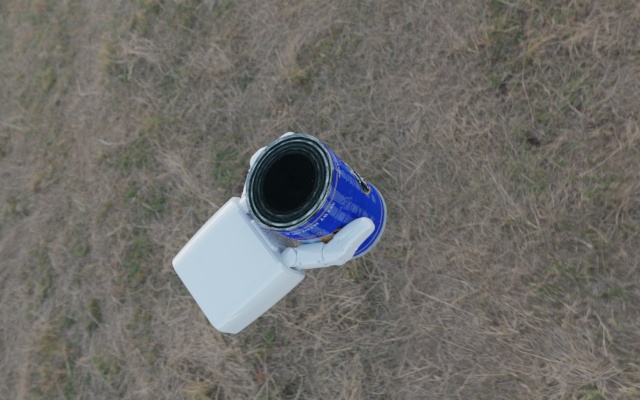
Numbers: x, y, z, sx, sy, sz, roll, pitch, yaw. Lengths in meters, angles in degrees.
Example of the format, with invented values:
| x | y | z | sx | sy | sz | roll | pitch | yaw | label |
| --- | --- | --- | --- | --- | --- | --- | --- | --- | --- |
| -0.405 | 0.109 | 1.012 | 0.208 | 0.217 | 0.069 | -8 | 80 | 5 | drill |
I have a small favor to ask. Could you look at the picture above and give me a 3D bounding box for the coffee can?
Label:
| x | y | z | sx | sy | sz | roll | pitch | yaw | label |
| --- | --- | --- | --- | --- | --- | --- | --- | --- | --- |
| 0.000 | 0.002 | 0.527 | 0.103 | 0.102 | 0.140 | 0 | -18 | 30 | coffee can |
